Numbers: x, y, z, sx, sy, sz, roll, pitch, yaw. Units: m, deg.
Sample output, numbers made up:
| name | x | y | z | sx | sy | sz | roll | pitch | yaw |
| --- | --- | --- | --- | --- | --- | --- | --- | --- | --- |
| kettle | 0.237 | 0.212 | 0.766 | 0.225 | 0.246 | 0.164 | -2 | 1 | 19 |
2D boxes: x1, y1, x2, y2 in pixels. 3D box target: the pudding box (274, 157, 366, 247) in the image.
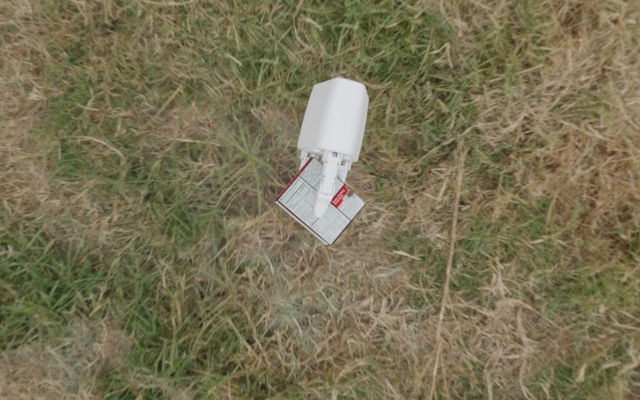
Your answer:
| name | x | y | z | sx | sy | sz | roll | pitch | yaw |
| --- | --- | --- | --- | --- | --- | --- | --- | --- | --- |
| pudding box | 0.000 | 0.002 | 0.731 | 0.113 | 0.090 | 0.039 | 41 | -6 | -5 |
